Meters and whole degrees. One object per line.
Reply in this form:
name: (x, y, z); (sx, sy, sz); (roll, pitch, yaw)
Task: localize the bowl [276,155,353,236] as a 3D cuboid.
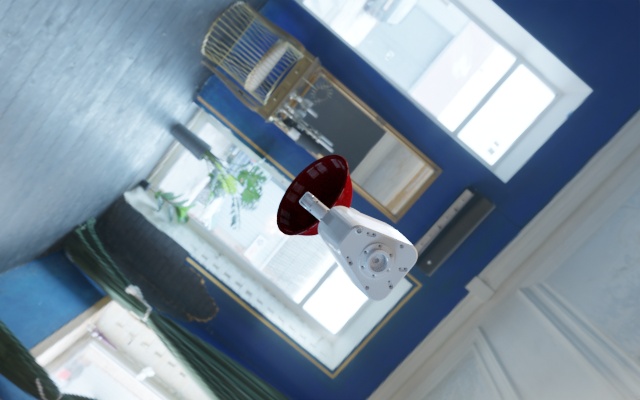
bowl: (0.000, 0.002, 0.807); (0.055, 0.162, 0.162); (40, -23, -31)
